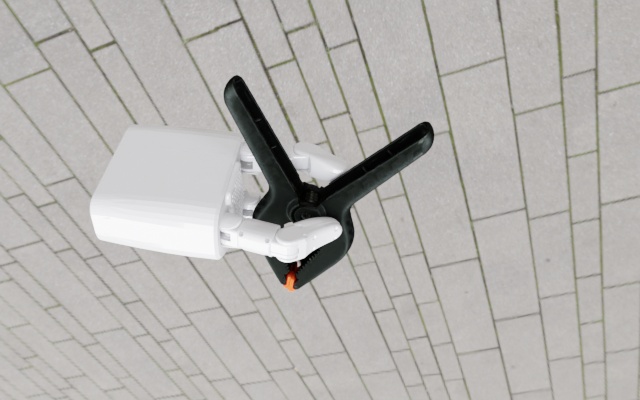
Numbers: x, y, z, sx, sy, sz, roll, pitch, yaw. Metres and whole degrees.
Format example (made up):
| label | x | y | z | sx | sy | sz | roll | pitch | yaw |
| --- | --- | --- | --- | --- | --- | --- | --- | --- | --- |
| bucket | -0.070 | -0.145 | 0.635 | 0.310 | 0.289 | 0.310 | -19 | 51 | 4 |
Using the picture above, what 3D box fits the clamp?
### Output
| label | x | y | z | sx | sy | sz | roll | pitch | yaw |
| --- | --- | --- | --- | --- | --- | --- | --- | --- | --- |
| clamp | 0.000 | 0.002 | 0.417 | 0.164 | 0.210 | 0.036 | 9 | 37 | 4 |
